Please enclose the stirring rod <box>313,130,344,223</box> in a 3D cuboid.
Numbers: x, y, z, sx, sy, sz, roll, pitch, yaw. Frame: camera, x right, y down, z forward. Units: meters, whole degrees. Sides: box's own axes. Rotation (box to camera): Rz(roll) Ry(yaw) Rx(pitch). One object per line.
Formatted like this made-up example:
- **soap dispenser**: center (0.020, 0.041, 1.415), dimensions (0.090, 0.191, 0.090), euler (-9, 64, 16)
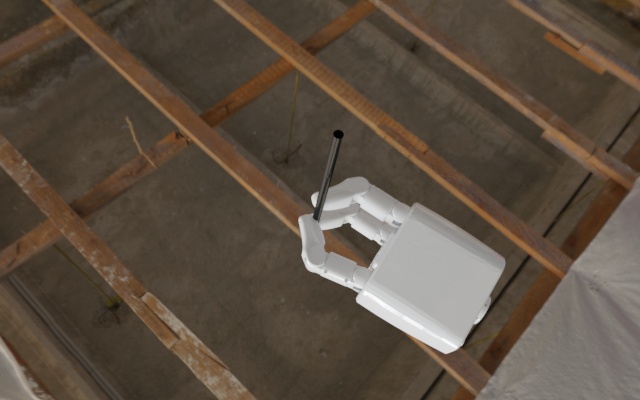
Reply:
- **stirring rod**: center (0.000, 0.002, 0.463), dimensions (0.011, 0.011, 0.240), euler (0, -25, -7)
